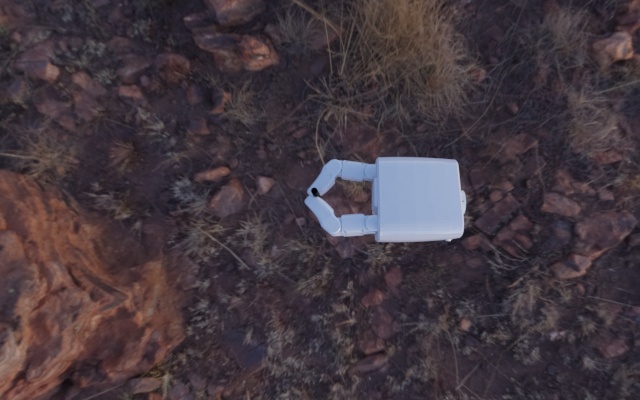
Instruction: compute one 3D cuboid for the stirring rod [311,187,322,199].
[{"bbox_3d":[0.000,0.002,0.697,0.011,0.011,0.239,0,-7,4],"label":"stirring rod"}]
